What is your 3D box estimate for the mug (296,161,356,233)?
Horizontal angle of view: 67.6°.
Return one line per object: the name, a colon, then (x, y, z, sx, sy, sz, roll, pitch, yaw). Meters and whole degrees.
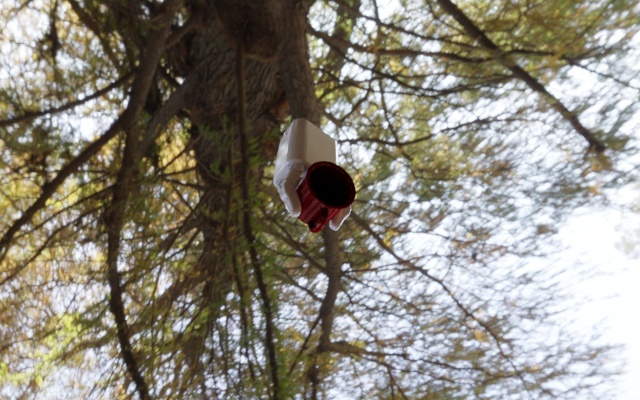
mug: (0.000, 0.004, 0.810, 0.093, 0.117, 0.081, 18, -37, -19)
